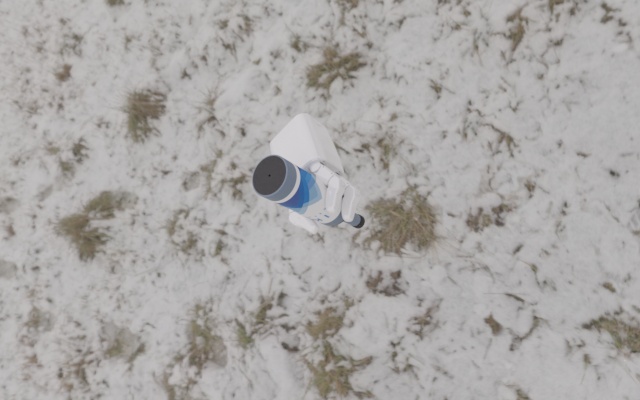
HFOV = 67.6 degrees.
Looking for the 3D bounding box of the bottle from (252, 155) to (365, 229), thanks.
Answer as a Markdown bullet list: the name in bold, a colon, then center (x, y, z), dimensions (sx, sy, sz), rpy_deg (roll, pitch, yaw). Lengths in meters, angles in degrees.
- **bottle**: center (0.000, 0.003, 0.826), dimensions (0.069, 0.069, 0.296), rpy_deg (0, -16, 32)
